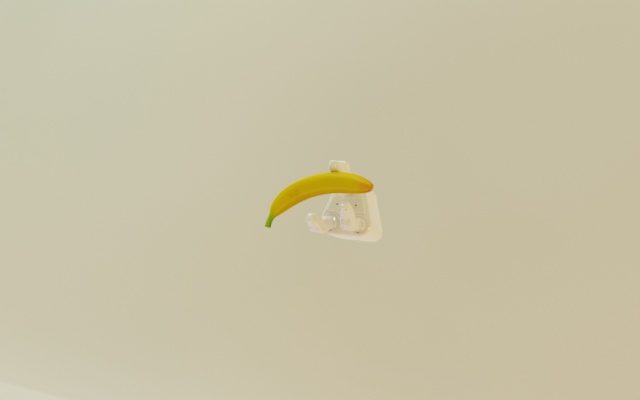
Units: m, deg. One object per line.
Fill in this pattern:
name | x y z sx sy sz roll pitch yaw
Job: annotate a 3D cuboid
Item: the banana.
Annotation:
banana | -0.007 -0.013 0.815 0.198 0.069 0.037 -21 -23 15
